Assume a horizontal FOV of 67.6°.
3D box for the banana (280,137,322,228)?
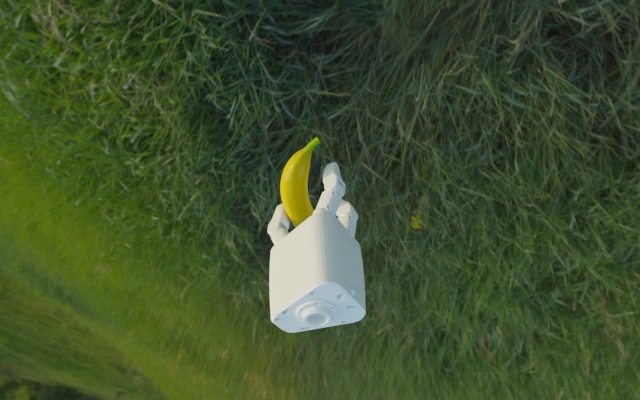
[{"bbox_3d":[-0.019,0.004,0.684,0.069,0.198,0.037,-12,43,-3],"label":"banana"}]
